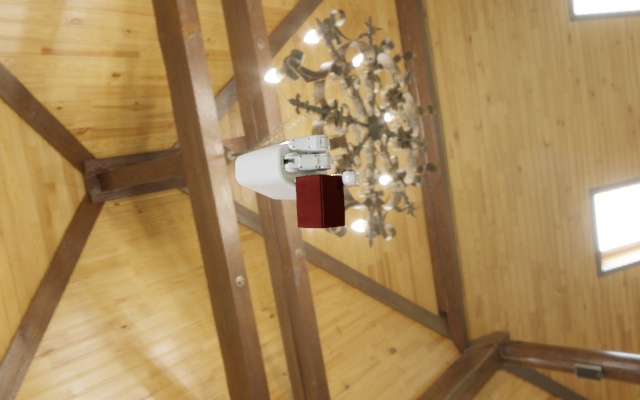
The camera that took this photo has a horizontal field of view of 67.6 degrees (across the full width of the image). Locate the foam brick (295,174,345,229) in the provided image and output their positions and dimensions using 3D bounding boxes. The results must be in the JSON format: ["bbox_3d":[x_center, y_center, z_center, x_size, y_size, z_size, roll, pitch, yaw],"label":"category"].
[{"bbox_3d":[0.000,0.003,0.705,0.051,0.078,0.053,-5,-4,40],"label":"foam brick"}]
